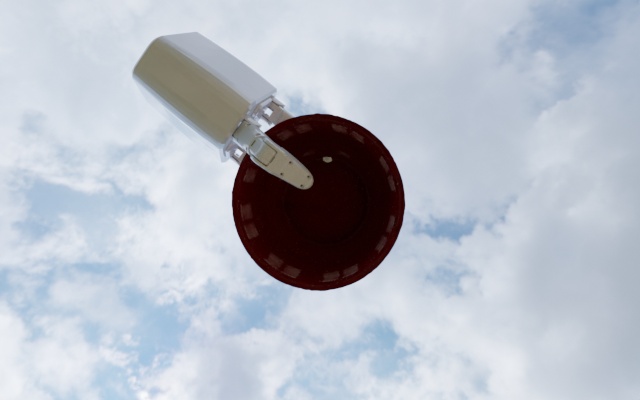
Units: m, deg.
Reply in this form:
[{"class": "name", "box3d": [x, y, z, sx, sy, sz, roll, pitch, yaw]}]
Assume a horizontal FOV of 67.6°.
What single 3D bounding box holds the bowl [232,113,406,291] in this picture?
[{"class": "bowl", "box3d": [0.001, 0.003, 0.459, 0.162, 0.162, 0.055, 0, 1, 11]}]
